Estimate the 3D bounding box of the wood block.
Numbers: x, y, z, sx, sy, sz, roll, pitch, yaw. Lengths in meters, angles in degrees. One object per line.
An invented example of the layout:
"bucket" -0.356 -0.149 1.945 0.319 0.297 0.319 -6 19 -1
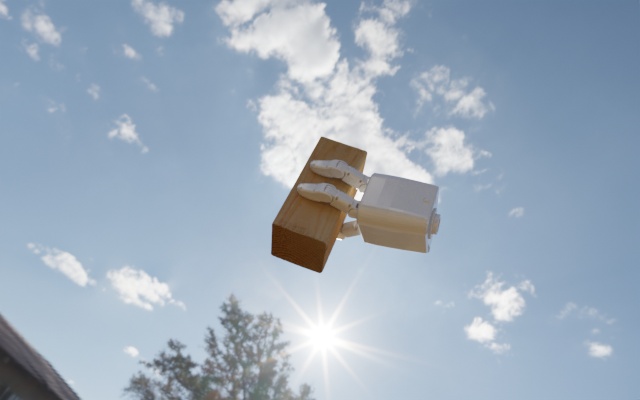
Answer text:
"wood block" 0.001 0.003 0.791 0.090 0.206 0.091 19 -39 9
